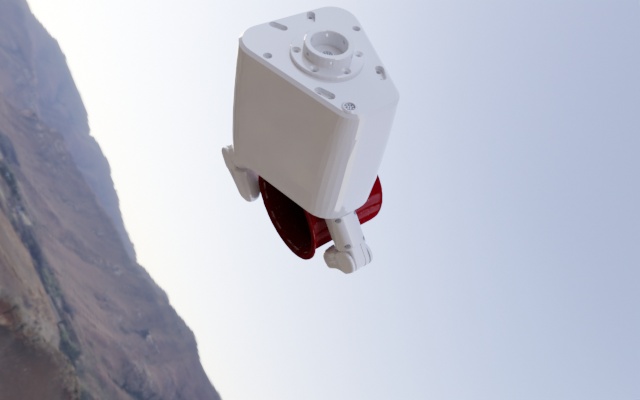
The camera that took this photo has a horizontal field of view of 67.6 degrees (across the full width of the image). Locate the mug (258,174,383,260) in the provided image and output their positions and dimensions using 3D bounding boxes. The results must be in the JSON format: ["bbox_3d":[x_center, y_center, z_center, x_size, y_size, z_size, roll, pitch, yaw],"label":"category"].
[{"bbox_3d":[0.000,0.002,0.444,0.081,0.093,0.117,-26,-26,-24],"label":"mug"}]
